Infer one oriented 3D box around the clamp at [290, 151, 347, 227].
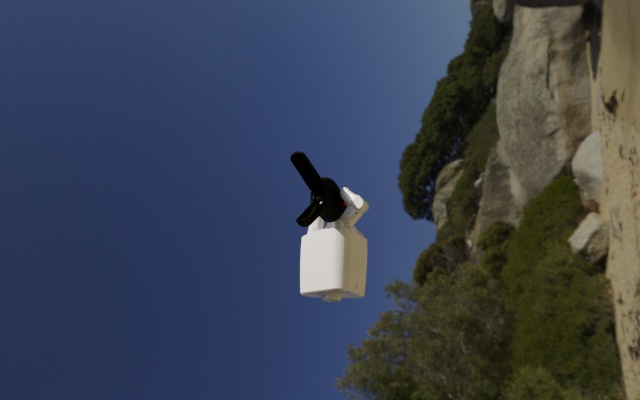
[{"bbox_3d":[0.000,0.003,0.792,0.039,0.120,0.171,-8,-23,29],"label":"clamp"}]
